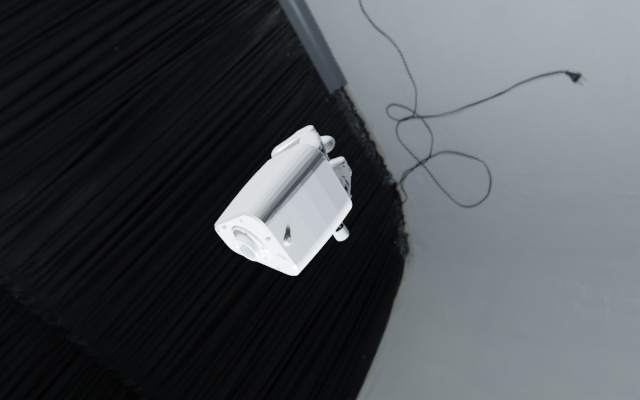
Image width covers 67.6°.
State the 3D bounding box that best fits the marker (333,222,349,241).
[{"bbox_3d":[0.000,0.002,0.591,0.020,0.121,0.020,-24,30,15],"label":"marker"}]
